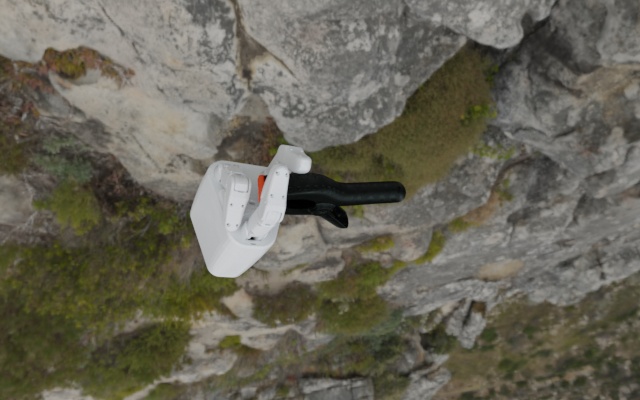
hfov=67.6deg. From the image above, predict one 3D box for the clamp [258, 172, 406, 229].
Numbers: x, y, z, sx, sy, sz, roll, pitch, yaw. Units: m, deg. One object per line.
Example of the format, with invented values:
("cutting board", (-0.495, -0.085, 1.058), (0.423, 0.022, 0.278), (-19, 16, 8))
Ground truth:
("clamp", (0.000, 0.002, 0.558), (0.171, 0.039, 0.120), (8, -31, -26))
